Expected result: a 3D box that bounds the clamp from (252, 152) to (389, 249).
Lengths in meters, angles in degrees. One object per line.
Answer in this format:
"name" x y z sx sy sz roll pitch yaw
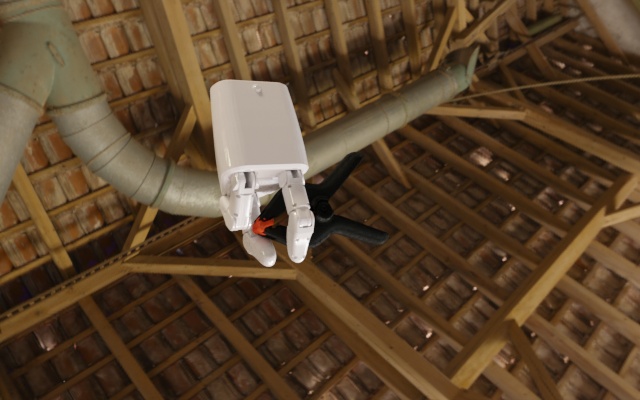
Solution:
"clamp" 0.000 0.002 0.571 0.171 0.120 0.039 -4 -16 -29
